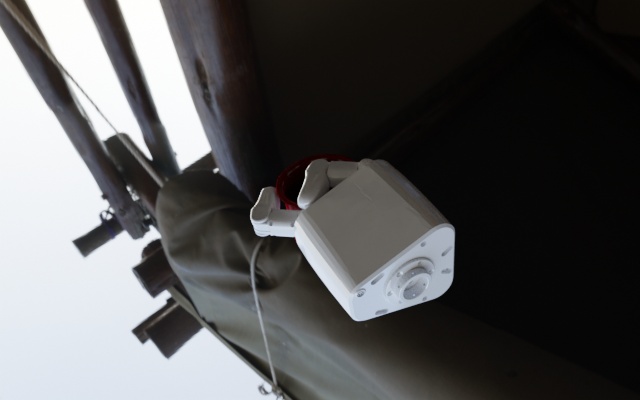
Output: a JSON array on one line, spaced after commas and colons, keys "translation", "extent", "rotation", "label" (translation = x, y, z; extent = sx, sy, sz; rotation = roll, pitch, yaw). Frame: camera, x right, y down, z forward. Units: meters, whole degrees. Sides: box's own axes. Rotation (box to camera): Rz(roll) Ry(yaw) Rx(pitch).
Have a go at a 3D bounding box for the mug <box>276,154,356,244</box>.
[{"translation": [-0.001, 0.001, 0.534], "extent": [0.093, 0.082, 0.117], "rotation": [-23, 41, -13], "label": "mug"}]
